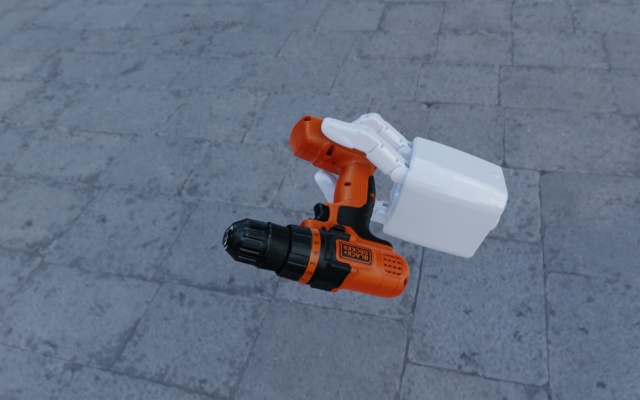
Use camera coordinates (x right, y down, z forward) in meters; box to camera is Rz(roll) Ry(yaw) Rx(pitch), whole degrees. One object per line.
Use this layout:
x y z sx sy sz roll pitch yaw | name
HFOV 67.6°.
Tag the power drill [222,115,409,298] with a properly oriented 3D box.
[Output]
0.000 0.001 0.493 0.184 0.187 0.057 17 -38 -20 | power drill
